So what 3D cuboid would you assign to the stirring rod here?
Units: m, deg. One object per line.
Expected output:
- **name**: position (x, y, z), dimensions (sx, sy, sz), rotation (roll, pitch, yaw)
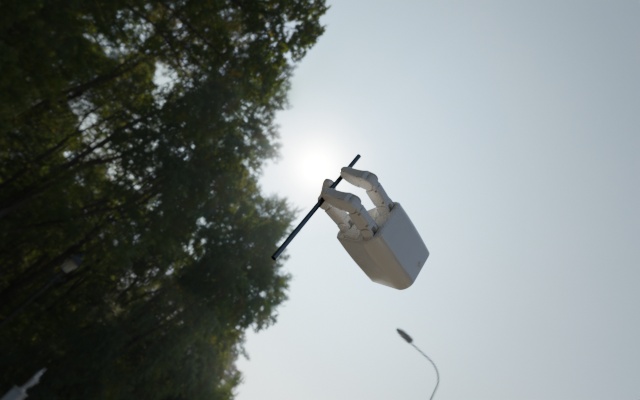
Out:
- **stirring rod**: position (0.000, 0.002, 0.707), dimensions (0.011, 0.011, 0.239), rotation (0, 39, 42)
